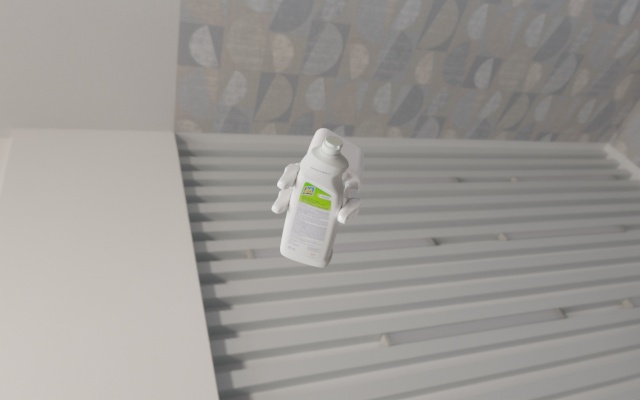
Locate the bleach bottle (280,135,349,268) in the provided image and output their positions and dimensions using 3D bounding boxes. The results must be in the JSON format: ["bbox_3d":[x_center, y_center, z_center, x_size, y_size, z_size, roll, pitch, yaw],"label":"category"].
[{"bbox_3d":[0.000,0.003,0.824,0.102,0.251,0.068,16,38,-2],"label":"bleach bottle"}]
